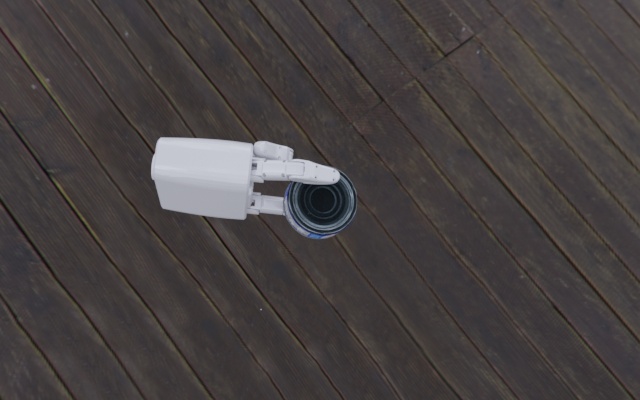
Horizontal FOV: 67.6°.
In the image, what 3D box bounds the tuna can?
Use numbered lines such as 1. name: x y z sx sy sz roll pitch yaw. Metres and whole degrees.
1. tuna can: 0.000 0.002 0.569 0.086 0.086 0.034 0 -12 -13
